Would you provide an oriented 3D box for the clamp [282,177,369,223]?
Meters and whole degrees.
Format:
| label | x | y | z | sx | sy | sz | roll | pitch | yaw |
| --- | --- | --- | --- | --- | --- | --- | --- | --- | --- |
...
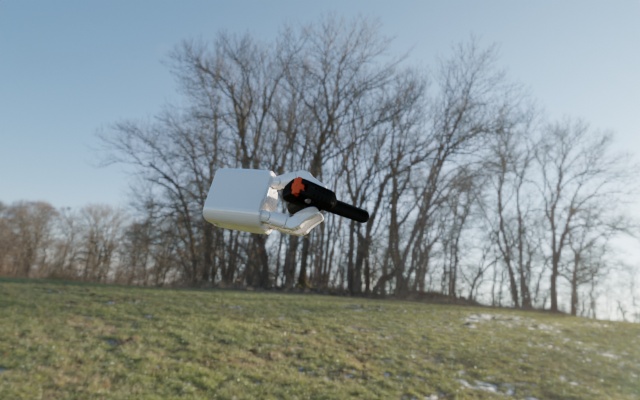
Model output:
| label | x | y | z | sx | sy | sz | roll | pitch | yaw |
| --- | --- | --- | --- | --- | --- | --- | --- | --- | --- |
| clamp | 0.000 | 0.002 | 0.846 | 0.164 | 0.036 | 0.210 | 7 | -12 | 11 |
